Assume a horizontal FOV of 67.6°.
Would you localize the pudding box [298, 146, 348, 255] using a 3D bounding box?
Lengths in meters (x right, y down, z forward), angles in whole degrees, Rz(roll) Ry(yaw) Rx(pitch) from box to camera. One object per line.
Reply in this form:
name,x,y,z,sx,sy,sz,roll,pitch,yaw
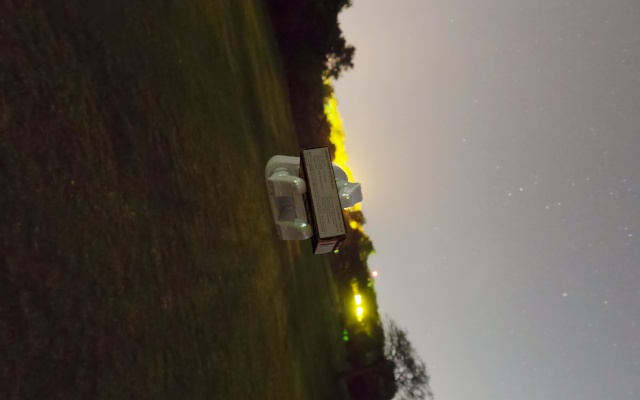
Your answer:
pudding box,0.000,0.002,0.578,0.039,0.113,0.090,-12,-15,-6
